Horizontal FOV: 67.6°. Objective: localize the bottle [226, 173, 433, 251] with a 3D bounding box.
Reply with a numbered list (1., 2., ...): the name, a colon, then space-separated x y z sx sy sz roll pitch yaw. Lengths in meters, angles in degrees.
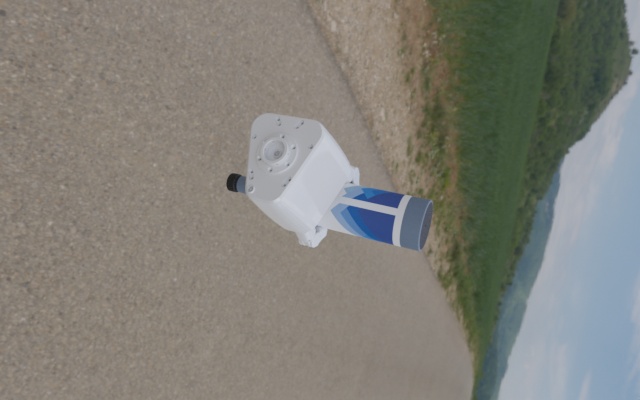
1. bottle: 0.000 0.002 0.656 0.295 0.069 0.069 13 5 22
